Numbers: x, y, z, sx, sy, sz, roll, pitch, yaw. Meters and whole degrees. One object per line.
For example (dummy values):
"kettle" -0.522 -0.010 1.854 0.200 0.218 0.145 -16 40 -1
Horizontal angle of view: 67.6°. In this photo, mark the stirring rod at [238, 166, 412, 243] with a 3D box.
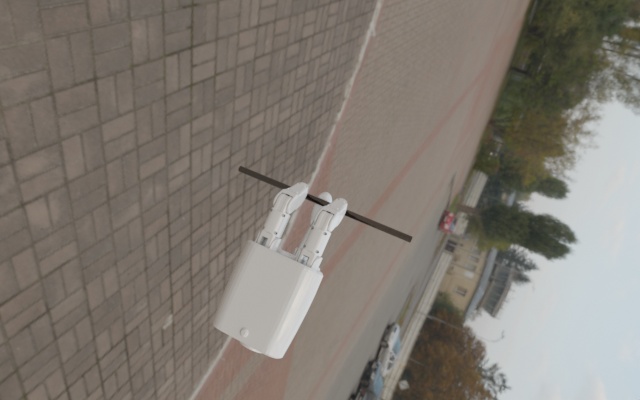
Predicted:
"stirring rod" 0.000 0.002 0.595 0.239 0.011 0.011 22 7 17
